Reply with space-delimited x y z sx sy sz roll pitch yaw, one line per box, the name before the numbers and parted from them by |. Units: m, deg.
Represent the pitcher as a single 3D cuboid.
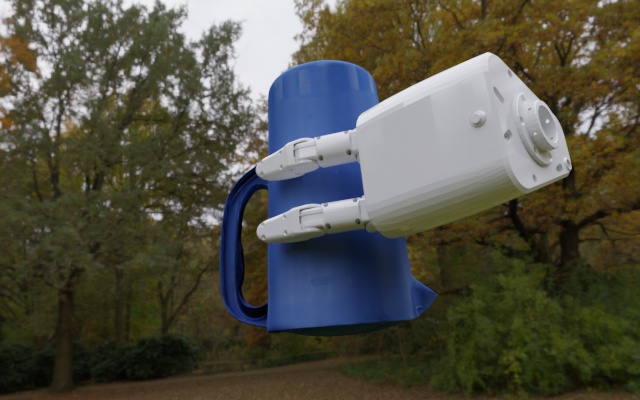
pitcher | 0.000 0.001 0.445 0.149 0.242 0.145 9 -21 -40
